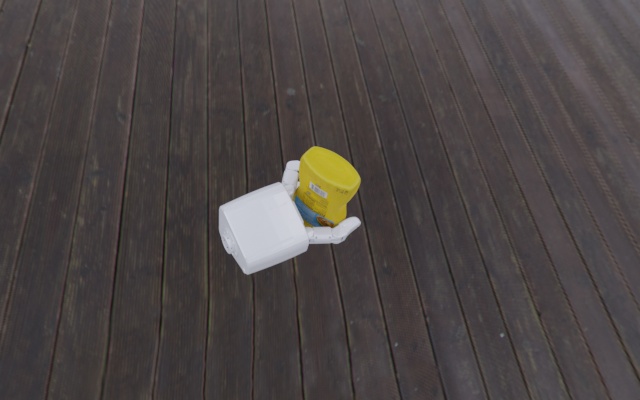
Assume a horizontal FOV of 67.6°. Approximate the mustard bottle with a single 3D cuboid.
[{"bbox_3d":[0.000,0.002,0.788,0.096,0.058,0.192,34,-34,12],"label":"mustard bottle"}]
